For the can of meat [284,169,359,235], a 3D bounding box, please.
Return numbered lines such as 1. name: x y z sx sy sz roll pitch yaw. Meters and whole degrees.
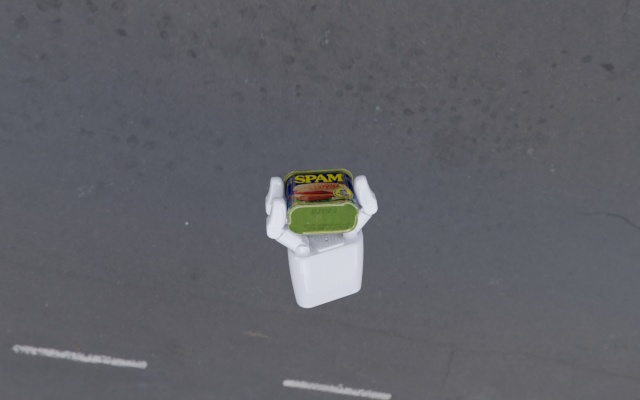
1. can of meat: 0.000 0.002 0.672 0.102 0.057 0.084 -3 35 -4
